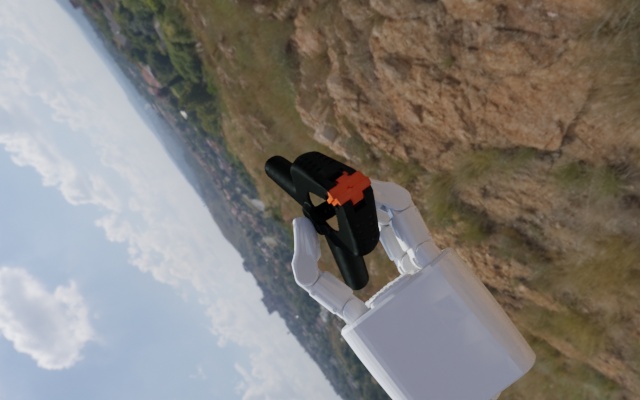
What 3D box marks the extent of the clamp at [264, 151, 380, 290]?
[{"bbox_3d":[0.000,0.002,0.415,0.036,0.164,0.210,-36,-10,-12],"label":"clamp"}]
